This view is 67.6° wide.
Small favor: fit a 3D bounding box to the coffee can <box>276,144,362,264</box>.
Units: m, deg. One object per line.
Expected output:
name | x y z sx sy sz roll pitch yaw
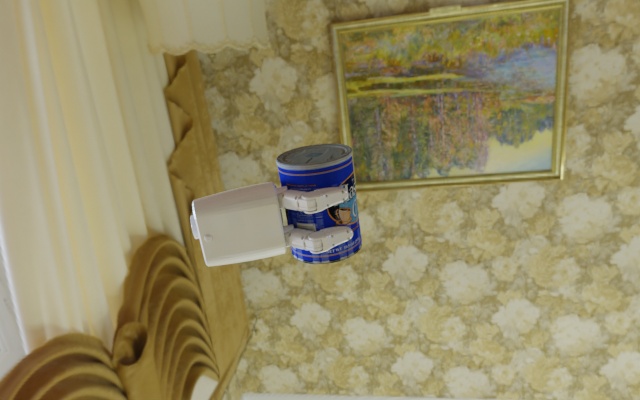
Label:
coffee can | 0.000 0.002 0.660 0.103 0.140 0.102 -7 20 3
